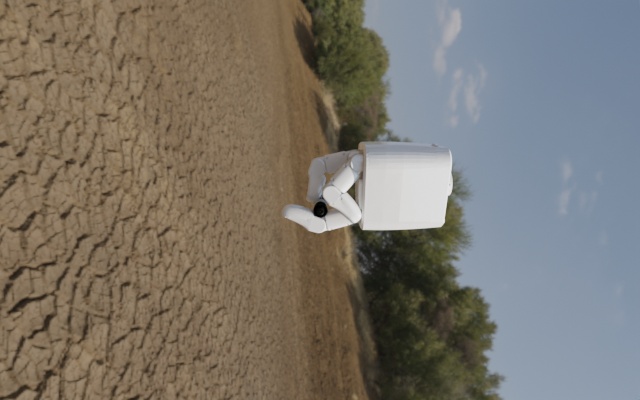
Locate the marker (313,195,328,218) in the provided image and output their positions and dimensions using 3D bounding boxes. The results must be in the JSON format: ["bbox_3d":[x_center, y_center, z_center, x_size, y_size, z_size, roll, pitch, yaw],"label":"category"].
[{"bbox_3d":[0.000,0.002,0.662,0.020,0.020,0.121,0,11,0],"label":"marker"}]
